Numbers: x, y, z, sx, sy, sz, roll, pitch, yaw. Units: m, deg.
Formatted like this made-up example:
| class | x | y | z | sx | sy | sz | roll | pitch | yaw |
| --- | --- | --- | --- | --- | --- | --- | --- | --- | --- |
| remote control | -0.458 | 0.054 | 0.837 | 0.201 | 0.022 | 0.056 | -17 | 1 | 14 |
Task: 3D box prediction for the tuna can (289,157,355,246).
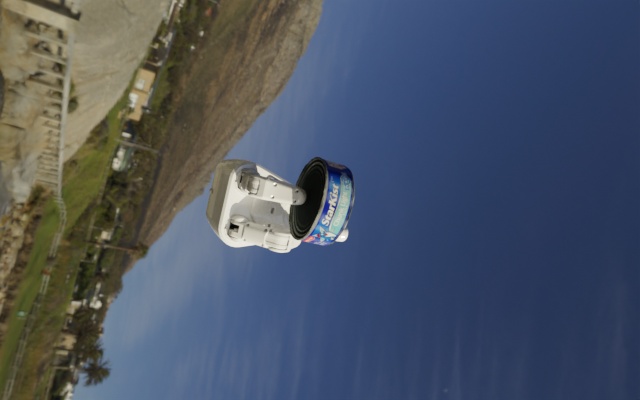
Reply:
| class | x | y | z | sx | sy | sz | roll | pitch | yaw |
| --- | --- | --- | --- | --- | --- | --- | --- | --- | --- |
| tuna can | 0.001 | 0.002 | 0.483 | 0.034 | 0.086 | 0.086 | 15 | -6 | -22 |
